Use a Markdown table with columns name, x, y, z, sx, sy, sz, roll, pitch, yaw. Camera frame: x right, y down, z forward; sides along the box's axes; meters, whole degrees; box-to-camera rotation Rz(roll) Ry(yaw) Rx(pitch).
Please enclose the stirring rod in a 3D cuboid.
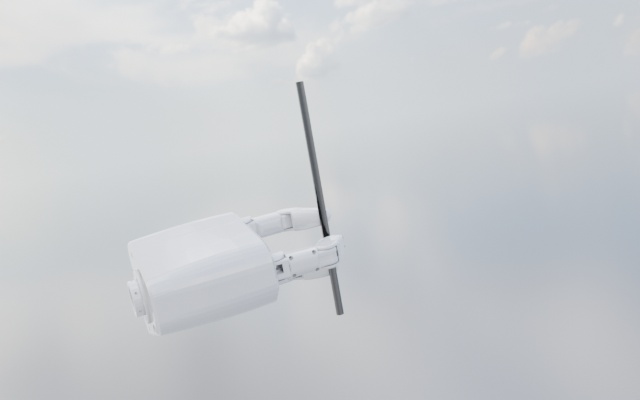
| name | x | y | z | sx | sy | sz | roll | pitch | yaw |
| --- | --- | --- | --- | --- | --- | --- | --- | --- | --- |
| stirring rod | 0.000 | 0.002 | 0.483 | 0.011 | 0.239 | 0.011 | -10 | 8 | 1 |
